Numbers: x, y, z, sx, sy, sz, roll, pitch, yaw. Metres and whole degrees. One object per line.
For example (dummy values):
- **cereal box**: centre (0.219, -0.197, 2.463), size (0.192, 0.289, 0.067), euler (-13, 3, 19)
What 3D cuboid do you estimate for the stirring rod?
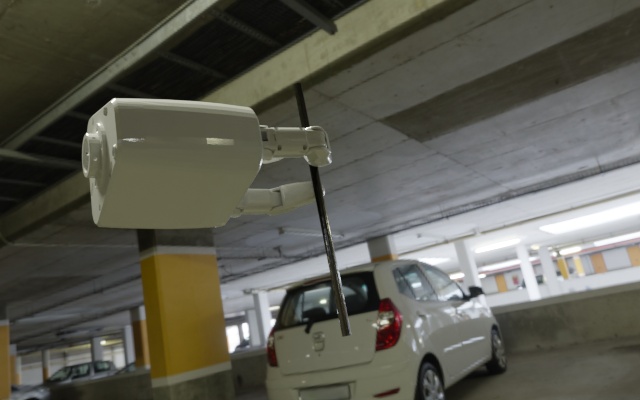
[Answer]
- **stirring rod**: centre (0.000, 0.002, 0.437), size (0.011, 0.239, 0.011), euler (-10, -14, -3)
